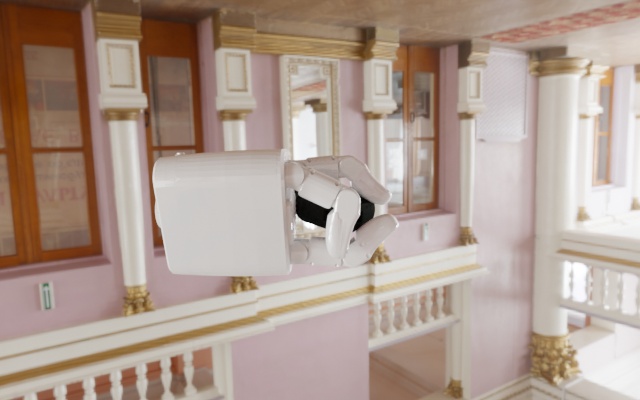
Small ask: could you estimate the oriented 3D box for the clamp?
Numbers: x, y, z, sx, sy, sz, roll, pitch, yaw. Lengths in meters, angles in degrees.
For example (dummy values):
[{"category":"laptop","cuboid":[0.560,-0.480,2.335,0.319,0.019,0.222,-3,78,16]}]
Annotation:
[{"category":"clamp","cuboid":[0.000,0.002,0.496,0.120,0.039,0.171,-2,7,0]}]
